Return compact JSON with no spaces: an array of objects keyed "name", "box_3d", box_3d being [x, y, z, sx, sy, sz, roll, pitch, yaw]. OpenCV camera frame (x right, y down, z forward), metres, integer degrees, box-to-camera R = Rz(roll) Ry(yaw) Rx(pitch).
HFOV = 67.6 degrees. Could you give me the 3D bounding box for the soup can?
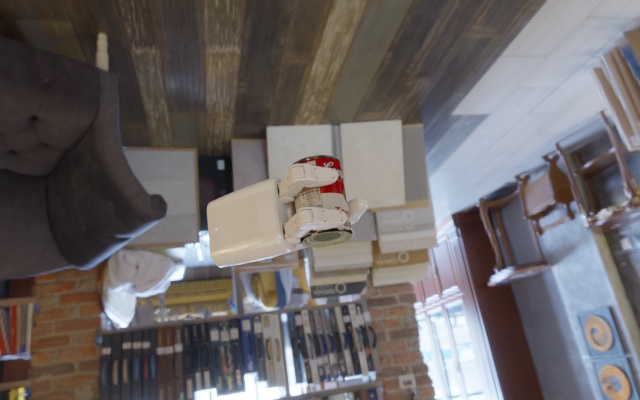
[{"name":"soup can","box_3d":[0.001,0.002,0.610,0.068,0.102,0.068,-8,-20,-3]}]
